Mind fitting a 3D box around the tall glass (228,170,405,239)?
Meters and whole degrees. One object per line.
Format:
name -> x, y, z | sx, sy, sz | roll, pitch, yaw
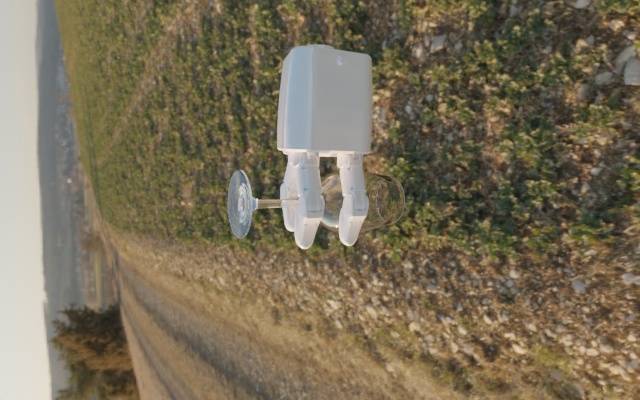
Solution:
tall glass -> -0.001, 0.002, 0.557 | 0.201, 0.079, 0.079 | -1, 0, -28
